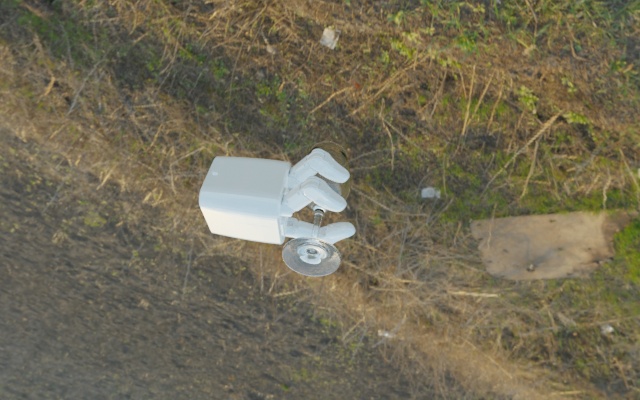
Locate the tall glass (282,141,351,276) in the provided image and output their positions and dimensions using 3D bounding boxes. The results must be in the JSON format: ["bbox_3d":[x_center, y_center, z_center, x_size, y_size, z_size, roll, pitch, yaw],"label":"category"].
[{"bbox_3d":[0.000,0.003,0.660,0.079,0.079,0.200,0,44,10],"label":"tall glass"}]
